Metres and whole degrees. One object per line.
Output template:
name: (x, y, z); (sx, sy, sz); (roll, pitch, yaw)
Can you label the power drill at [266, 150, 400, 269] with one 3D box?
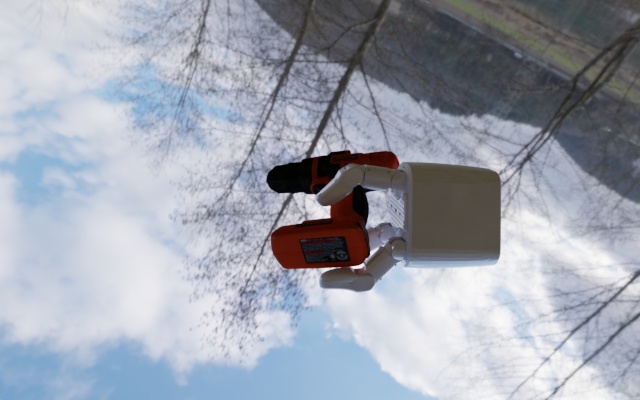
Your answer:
power drill: (0.000, 0.002, 0.585); (0.184, 0.057, 0.187); (-6, 34, 18)
